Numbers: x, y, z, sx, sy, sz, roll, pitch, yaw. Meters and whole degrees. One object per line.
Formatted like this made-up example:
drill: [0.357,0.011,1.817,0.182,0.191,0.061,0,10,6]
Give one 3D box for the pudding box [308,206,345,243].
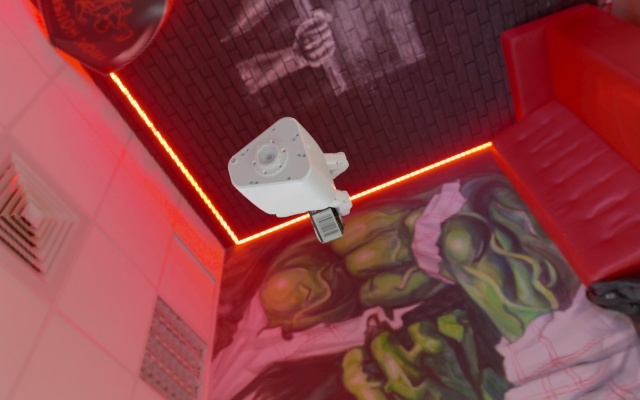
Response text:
pudding box: [0.000,0.003,0.746,0.039,0.113,0.090,-21,6,8]
